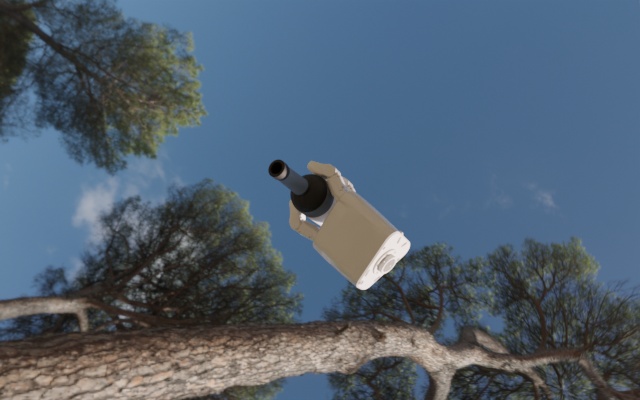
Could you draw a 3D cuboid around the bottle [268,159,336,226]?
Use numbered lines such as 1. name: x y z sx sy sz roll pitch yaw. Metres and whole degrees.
1. bottle: 0.000 0.003 0.801 0.069 0.069 0.296 0 -19 27
